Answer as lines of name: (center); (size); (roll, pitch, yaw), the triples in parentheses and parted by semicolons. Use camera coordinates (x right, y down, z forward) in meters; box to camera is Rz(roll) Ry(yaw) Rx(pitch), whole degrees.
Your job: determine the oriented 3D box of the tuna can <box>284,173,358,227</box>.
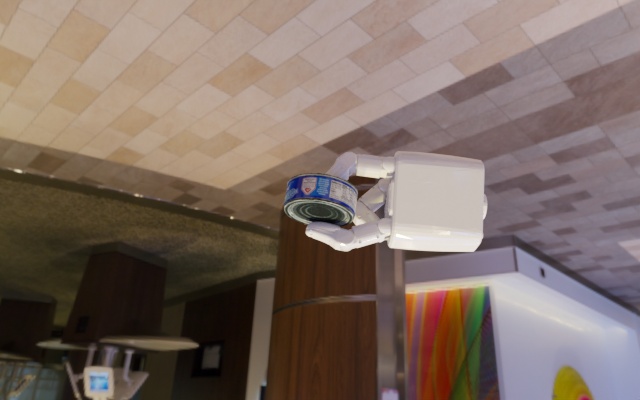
tuna can: (0.000, 0.002, 0.565); (0.086, 0.033, 0.086); (7, -24, 3)
